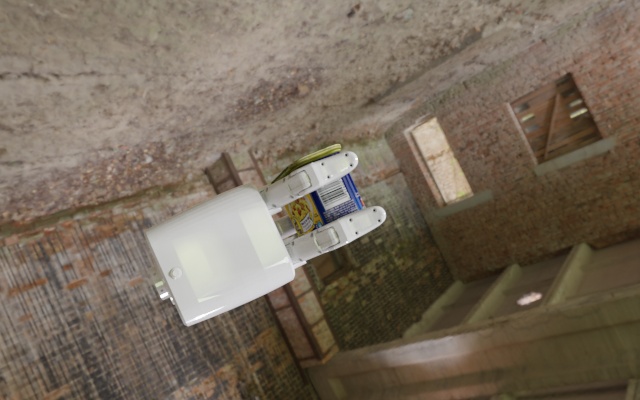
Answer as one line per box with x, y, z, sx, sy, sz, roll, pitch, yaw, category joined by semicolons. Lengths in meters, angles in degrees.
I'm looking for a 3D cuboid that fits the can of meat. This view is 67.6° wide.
0.000;0.002;0.479;0.057;0.084;0.102;-24;-3;-22;can of meat
